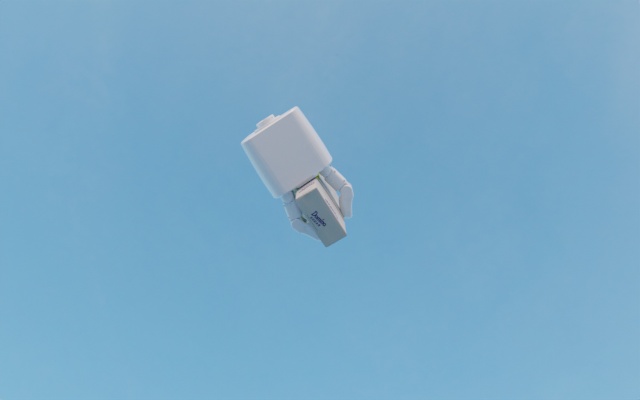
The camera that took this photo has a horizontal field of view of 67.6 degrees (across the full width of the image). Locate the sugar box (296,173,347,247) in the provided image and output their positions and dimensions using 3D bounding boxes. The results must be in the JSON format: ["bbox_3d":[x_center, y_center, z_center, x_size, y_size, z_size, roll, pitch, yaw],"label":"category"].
[{"bbox_3d":[0.000,0.003,0.802,0.048,0.093,0.176,-30,14,10],"label":"sugar box"}]
